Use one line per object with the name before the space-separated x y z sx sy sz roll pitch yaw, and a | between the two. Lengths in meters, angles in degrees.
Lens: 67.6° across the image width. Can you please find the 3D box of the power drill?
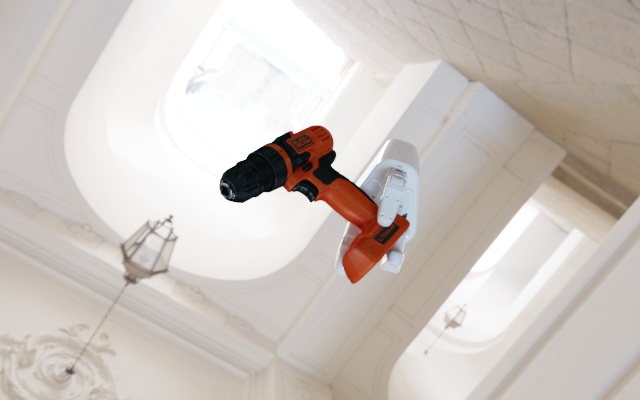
power drill | 0.001 0.002 0.546 0.184 0.187 0.057 -36 -11 -45
